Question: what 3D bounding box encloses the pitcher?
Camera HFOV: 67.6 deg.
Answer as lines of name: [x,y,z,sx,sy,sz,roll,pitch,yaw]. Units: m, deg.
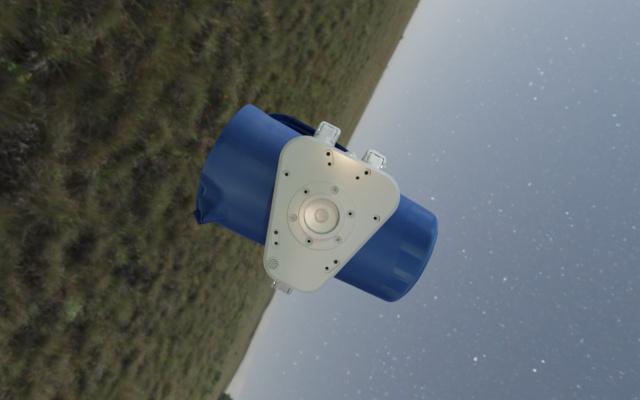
pitcher: [0.000,0.002,0.521,0.243,0.149,0.145,28,1,-1]
